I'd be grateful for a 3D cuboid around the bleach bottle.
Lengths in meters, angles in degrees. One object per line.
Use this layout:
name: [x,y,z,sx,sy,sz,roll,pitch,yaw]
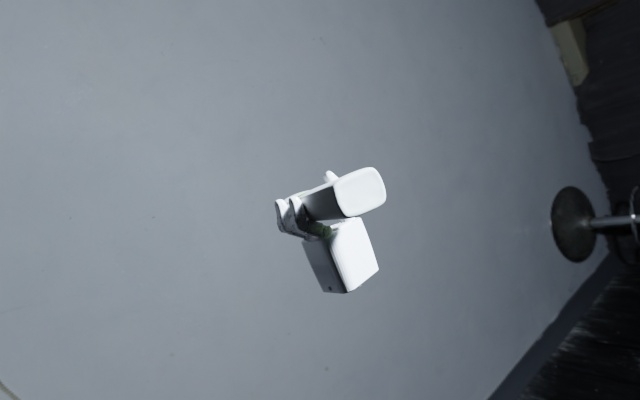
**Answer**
bleach bottle: [0.000,0.003,0.853,0.102,0.068,0.251,-23,5,-31]
